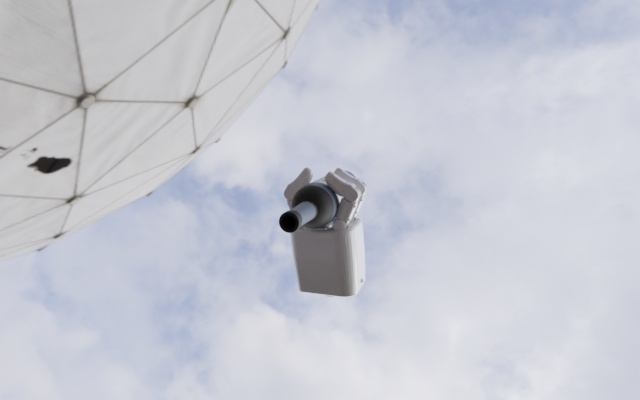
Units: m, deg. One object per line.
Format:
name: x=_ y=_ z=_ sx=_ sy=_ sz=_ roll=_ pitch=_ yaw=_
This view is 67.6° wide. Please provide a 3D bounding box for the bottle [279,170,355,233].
bottle: x=0.000 y=0.002 z=0.739 sx=0.069 sy=0.069 sz=0.295 roll=0 pitch=10 yaw=16
